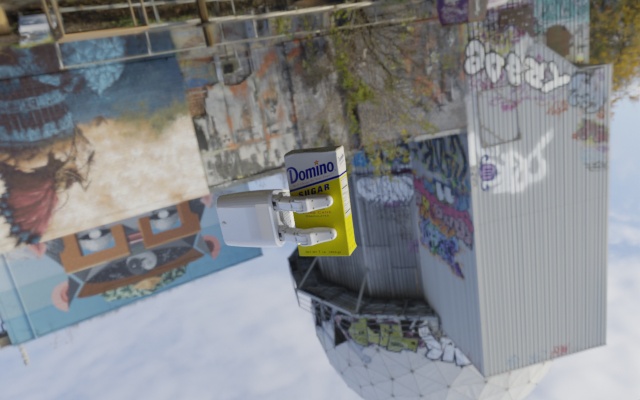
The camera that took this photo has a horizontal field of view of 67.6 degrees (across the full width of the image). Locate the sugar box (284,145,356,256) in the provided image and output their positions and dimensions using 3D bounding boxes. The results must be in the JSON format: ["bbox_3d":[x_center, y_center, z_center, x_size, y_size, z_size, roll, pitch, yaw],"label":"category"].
[{"bbox_3d":[0.000,0.003,0.782,0.093,0.176,0.048,-3,18,21],"label":"sugar box"}]
